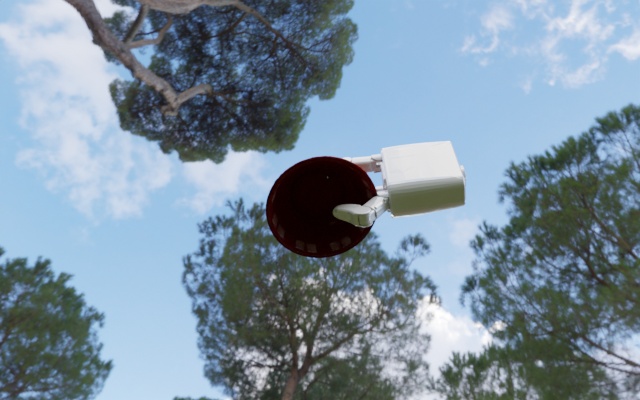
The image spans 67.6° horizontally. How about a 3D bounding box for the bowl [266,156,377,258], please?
[{"bbox_3d":[-0.001,0.002,0.698,0.162,0.162,0.055,0,26,-9],"label":"bowl"}]
